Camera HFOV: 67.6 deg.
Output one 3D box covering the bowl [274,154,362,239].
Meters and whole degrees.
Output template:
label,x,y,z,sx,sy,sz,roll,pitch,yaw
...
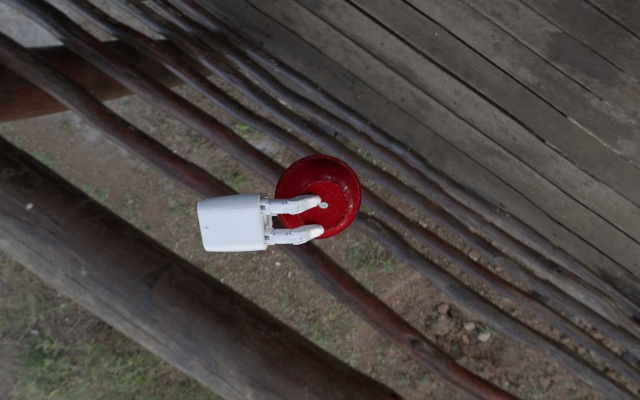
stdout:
label,x,y,z,sx,sy,sz,roll,pitch,yaw
bowl,0.001,0.002,0.845,0.162,0.162,0.055,0,17,-9
